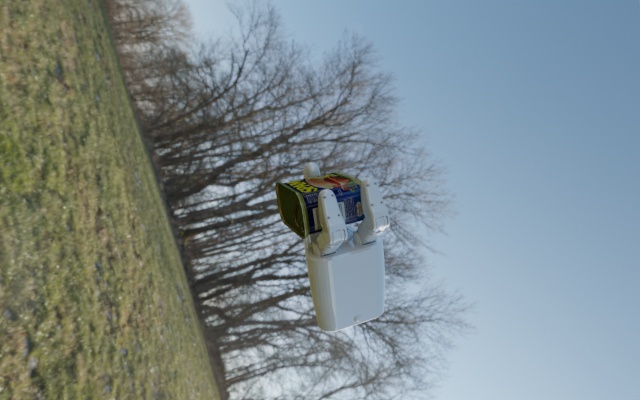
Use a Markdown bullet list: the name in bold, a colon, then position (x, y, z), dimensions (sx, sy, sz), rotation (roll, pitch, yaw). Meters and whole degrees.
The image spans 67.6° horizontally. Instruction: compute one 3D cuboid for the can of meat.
- **can of meat**: position (0.000, 0.002, 0.591), dimensions (0.084, 0.057, 0.102), rotation (-13, 17, -19)
